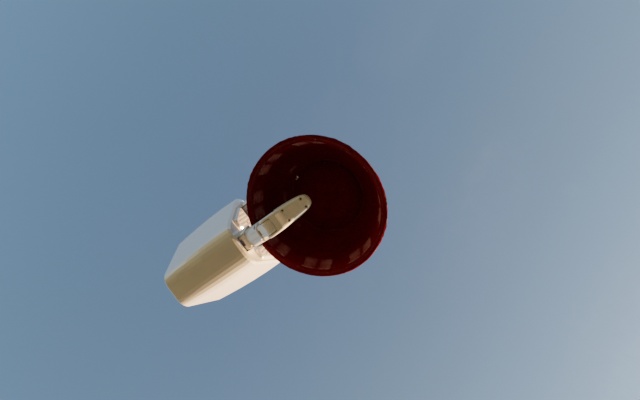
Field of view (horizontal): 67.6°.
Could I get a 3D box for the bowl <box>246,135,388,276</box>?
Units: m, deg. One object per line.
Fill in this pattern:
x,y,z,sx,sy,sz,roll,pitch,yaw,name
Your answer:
0.001,0.001,0.542,0.162,0.162,0.055,0,16,18,bowl
